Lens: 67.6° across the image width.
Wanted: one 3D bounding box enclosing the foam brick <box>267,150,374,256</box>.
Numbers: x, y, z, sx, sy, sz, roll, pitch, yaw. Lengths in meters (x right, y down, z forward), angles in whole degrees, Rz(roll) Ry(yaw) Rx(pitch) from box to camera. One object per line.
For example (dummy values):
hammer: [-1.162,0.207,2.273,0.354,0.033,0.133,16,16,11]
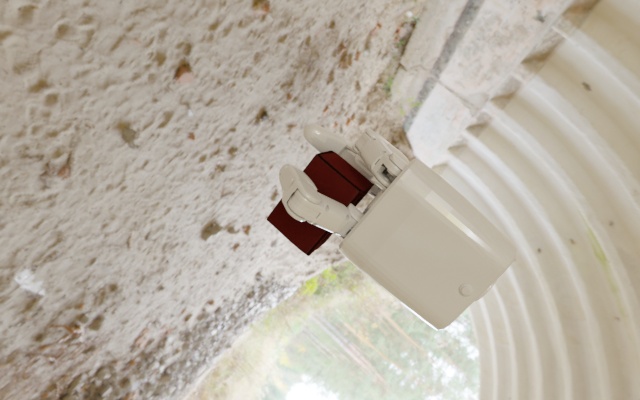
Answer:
foam brick: [0.000,0.002,0.427,0.051,0.078,0.053,41,18,7]
